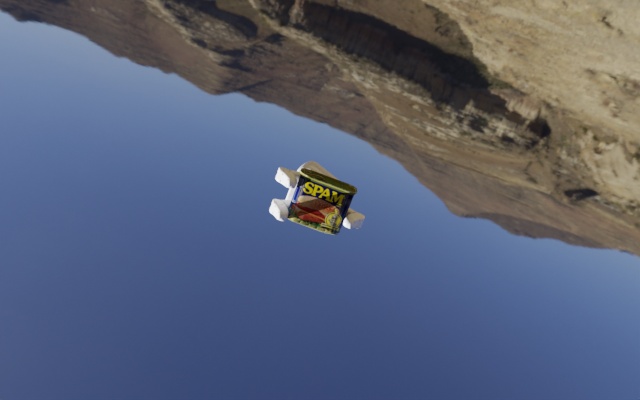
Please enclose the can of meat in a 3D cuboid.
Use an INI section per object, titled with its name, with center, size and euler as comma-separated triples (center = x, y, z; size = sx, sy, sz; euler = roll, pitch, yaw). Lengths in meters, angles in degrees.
[can of meat]
center = 0.000, 0.003, 0.813
size = 0.102, 0.084, 0.057
euler = 20, 14, -2
